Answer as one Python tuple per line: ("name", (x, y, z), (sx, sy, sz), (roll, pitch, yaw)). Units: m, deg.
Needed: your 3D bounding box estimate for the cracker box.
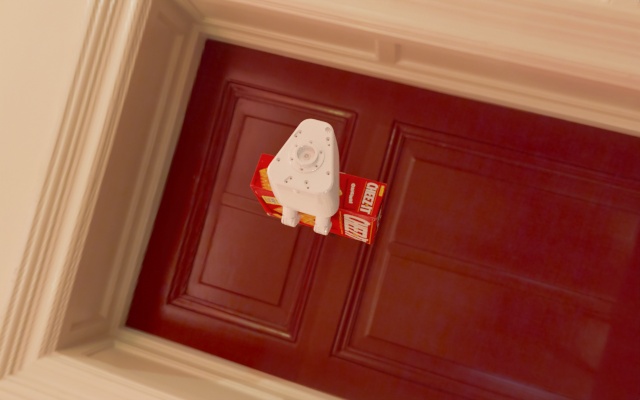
("cracker box", (0.000, 0.003, 0.837), (0.213, 0.072, 0.164), (16, -17, 9))
